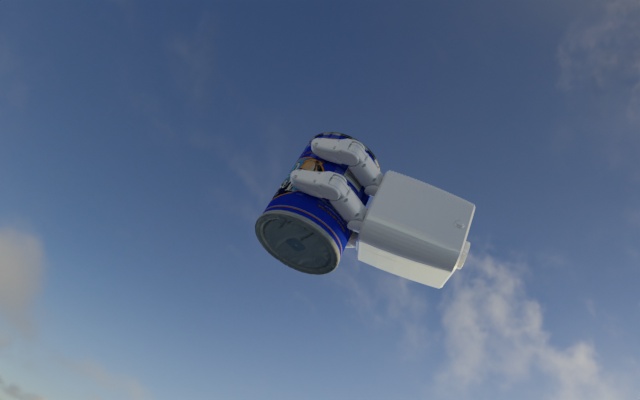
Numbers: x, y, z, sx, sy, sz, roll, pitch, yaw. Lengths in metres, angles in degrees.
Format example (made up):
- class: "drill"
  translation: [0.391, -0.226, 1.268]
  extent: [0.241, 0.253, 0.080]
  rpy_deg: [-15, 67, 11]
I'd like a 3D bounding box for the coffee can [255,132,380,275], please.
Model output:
- class: "coffee can"
  translation: [0.000, 0.002, 0.568]
  extent: [0.103, 0.140, 0.103]
  rpy_deg: [18, -38, 15]
